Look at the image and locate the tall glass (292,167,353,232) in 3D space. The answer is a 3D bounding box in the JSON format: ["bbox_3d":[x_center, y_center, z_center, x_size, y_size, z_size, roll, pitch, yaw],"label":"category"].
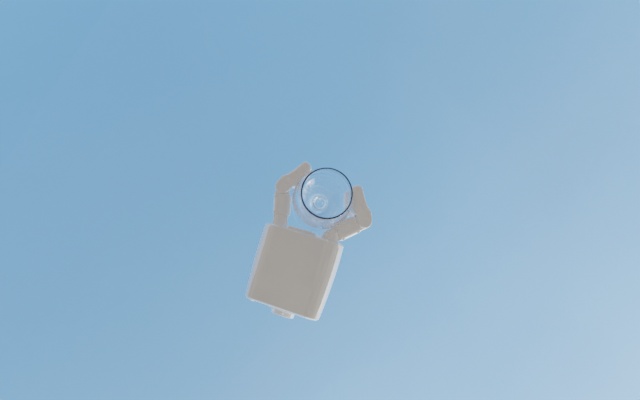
[{"bbox_3d":[0.000,0.002,0.657,0.079,0.079,0.201,0,-6,-4],"label":"tall glass"}]
